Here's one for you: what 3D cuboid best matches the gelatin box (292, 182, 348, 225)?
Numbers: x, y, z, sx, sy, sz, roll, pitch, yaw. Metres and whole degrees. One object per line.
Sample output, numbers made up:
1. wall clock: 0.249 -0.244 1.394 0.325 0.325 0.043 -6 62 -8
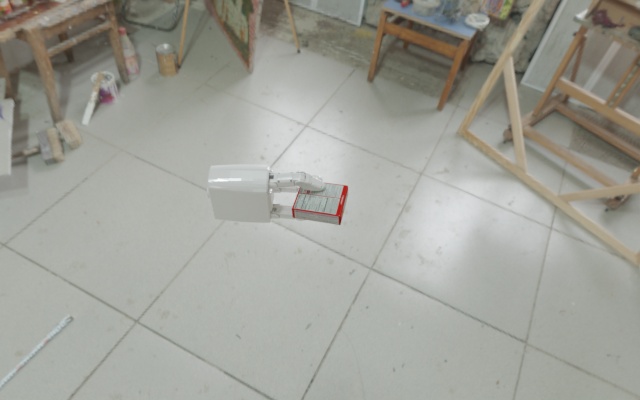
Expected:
1. gelatin box: 0.000 0.003 0.855 0.089 0.073 0.030 8 -40 11
